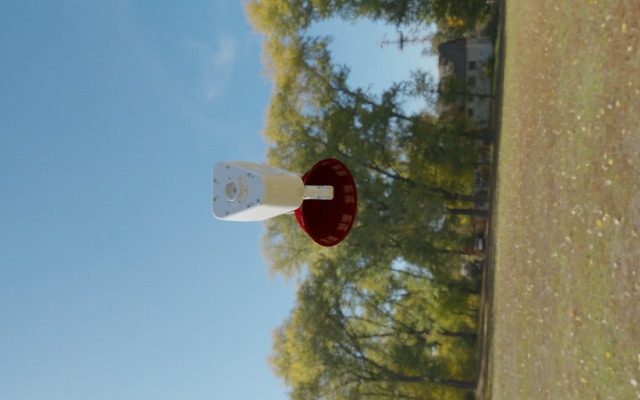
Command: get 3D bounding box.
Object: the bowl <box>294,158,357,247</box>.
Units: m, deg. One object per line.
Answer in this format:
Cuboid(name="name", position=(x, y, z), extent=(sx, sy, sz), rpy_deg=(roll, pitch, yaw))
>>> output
Cuboid(name="bowl", position=(0.001, 0.003, 0.885), extent=(0.055, 0.162, 0.162), rpy_deg=(3, 2, 41))
